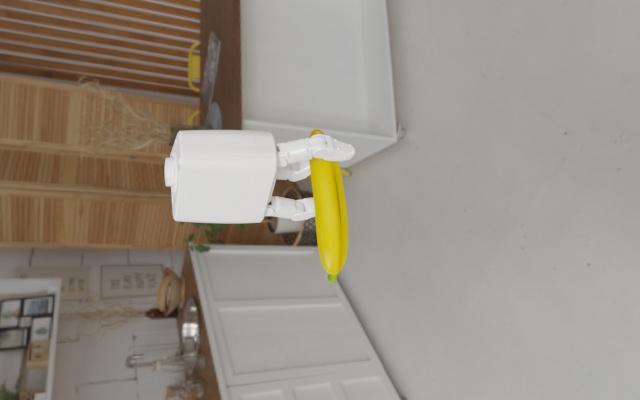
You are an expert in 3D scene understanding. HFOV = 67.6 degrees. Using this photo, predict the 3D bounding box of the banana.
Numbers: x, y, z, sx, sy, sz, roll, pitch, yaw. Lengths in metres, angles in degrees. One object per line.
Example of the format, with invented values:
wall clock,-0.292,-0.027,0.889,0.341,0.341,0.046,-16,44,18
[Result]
banana,0.007,0.004,0.586,0.037,0.198,0.069,-3,-4,-20
